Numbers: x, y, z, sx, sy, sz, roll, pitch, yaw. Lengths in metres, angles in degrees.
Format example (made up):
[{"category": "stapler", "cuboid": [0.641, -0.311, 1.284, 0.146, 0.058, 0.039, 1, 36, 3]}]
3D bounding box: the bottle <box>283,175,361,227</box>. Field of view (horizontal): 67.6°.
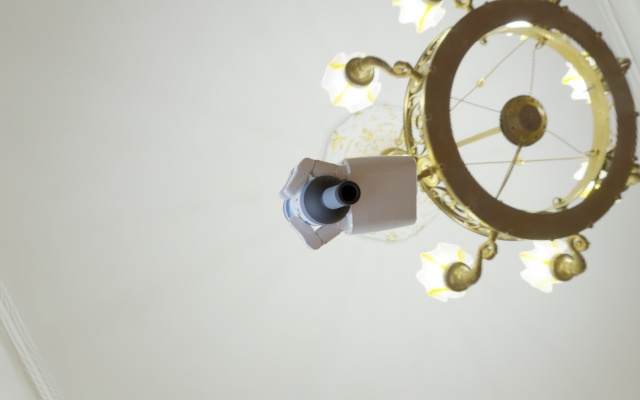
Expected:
[{"category": "bottle", "cuboid": [0.000, 0.002, 0.673, 0.069, 0.069, 0.296, 0, -4, -13]}]
